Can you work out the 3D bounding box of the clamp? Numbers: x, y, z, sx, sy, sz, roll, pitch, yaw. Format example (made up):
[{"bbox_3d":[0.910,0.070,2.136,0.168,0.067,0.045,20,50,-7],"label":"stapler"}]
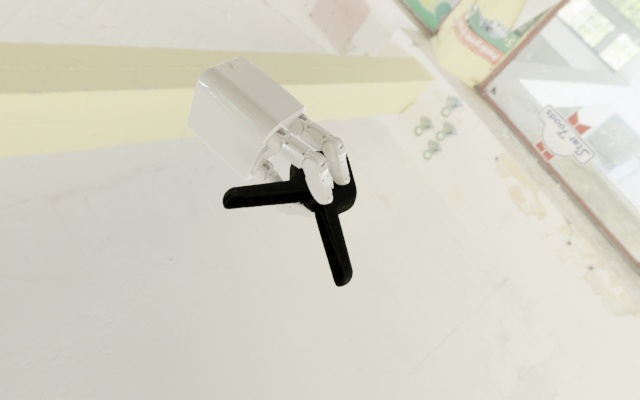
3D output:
[{"bbox_3d":[0.000,0.002,0.583,0.036,0.164,0.210,-51,-3,38],"label":"clamp"}]
